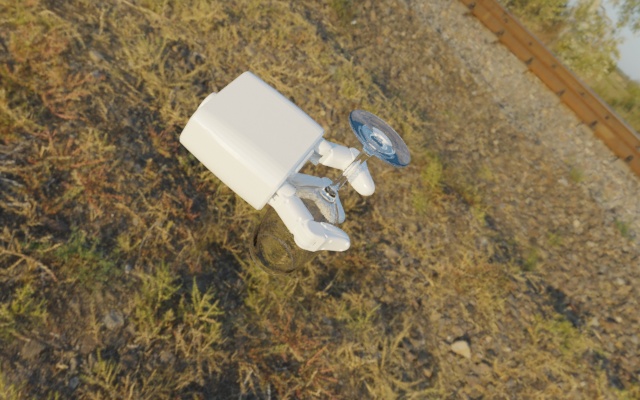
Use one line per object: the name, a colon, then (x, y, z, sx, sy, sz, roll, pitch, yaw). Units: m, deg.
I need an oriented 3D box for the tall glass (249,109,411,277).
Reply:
tall glass: (0.001, 0.001, 0.505, 0.079, 0.079, 0.201, 0, -39, -47)
